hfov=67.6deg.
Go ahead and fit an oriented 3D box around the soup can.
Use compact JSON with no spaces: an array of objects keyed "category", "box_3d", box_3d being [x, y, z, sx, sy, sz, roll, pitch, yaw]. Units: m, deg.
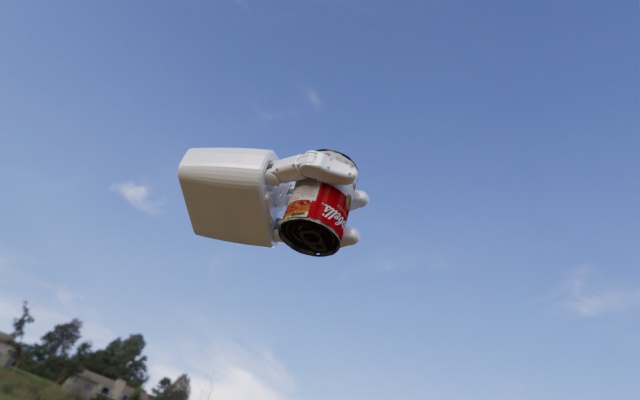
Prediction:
[{"category":"soup can","box_3d":[0.001,0.001,0.528,0.068,0.102,0.069,11,-37,9]}]
